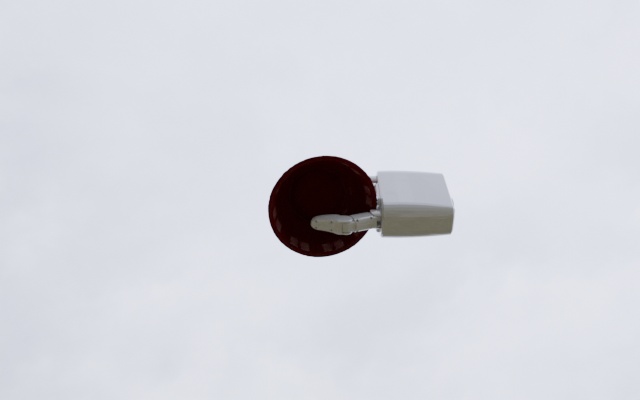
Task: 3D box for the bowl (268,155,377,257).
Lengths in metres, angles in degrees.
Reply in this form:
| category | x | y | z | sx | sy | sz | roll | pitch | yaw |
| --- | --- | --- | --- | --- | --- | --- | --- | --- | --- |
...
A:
| category | x | y | z | sx | sy | sz | roll | pitch | yaw |
| --- | --- | --- | --- | --- | --- | --- | --- | --- | --- |
| bowl | -0.001 | 0.002 | 0.715 | 0.162 | 0.162 | 0.055 | 0 | 23 | -11 |
